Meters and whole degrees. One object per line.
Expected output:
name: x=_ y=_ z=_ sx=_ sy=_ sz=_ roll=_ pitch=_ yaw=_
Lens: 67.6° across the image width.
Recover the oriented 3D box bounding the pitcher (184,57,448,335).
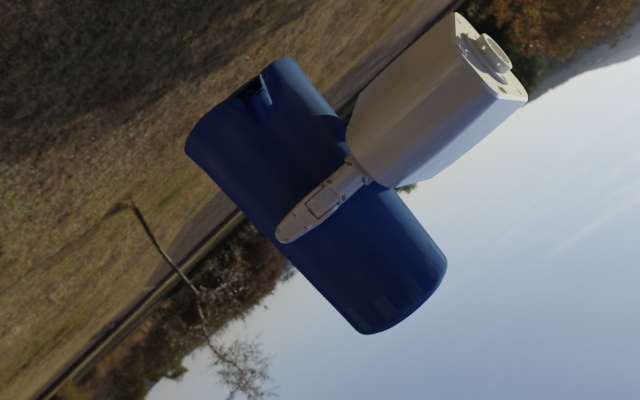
pitcher: x=0.000 y=0.001 z=0.454 sx=0.145 sy=0.243 sz=0.149 roll=-41 pitch=-1 yaw=33
